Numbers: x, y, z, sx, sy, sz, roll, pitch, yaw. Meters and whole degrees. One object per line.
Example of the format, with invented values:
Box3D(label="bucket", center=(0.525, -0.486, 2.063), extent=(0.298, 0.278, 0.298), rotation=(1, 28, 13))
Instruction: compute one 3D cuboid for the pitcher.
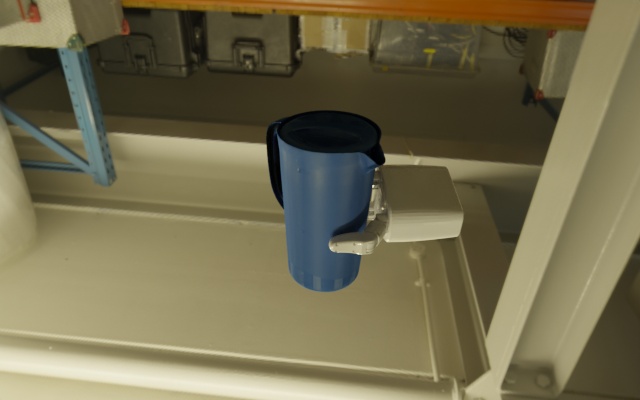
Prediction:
Box3D(label="pitcher", center=(0.000, 0.002, 0.672), extent=(0.145, 0.243, 0.149), rotation=(-2, 33, -7))
